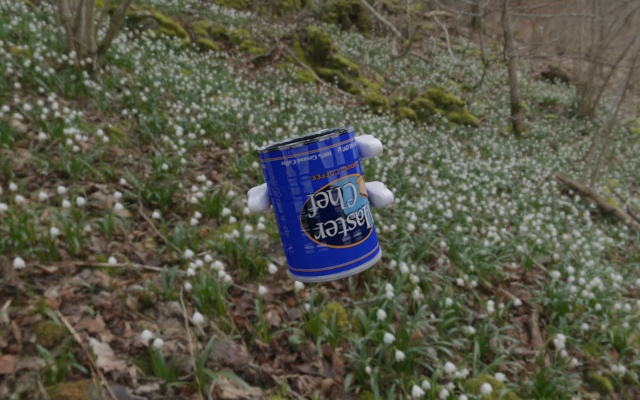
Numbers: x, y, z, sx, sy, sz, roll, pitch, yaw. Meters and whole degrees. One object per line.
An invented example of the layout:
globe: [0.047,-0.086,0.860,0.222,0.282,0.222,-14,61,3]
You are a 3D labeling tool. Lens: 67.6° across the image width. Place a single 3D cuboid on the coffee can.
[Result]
coffee can: [0.000,0.002,0.503,0.103,0.140,0.102,-13,12,3]
